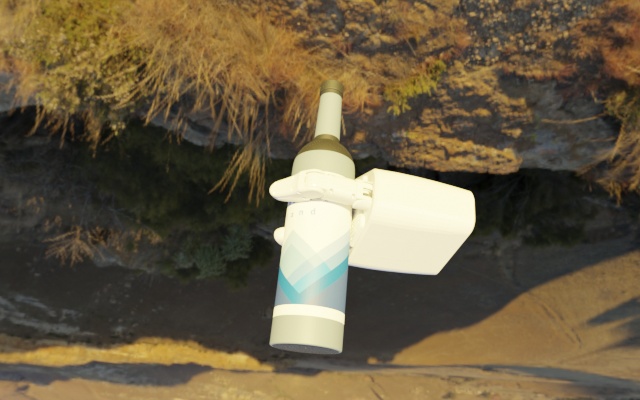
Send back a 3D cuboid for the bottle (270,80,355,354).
[{"bbox_3d":[0.000,0.002,0.495,0.069,0.295,0.069,5,-24,2],"label":"bottle"}]
